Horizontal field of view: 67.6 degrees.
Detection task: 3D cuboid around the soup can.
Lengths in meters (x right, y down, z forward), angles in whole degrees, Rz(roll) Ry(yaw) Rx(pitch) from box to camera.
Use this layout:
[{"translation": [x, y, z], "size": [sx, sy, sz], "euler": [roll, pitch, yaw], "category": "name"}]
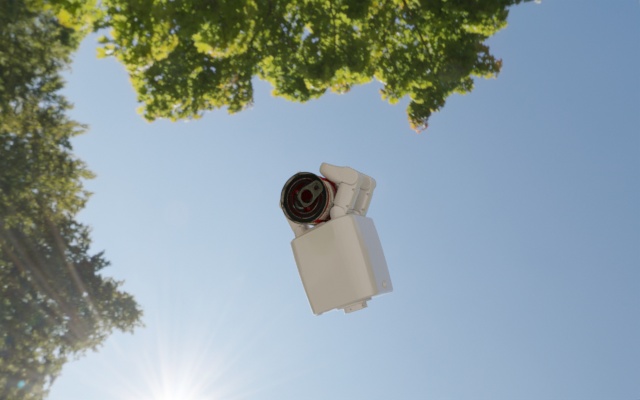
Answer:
[{"translation": [0.000, 0.002, 0.651], "size": [0.068, 0.068, 0.102], "euler": [0, -6, 26], "category": "soup can"}]
